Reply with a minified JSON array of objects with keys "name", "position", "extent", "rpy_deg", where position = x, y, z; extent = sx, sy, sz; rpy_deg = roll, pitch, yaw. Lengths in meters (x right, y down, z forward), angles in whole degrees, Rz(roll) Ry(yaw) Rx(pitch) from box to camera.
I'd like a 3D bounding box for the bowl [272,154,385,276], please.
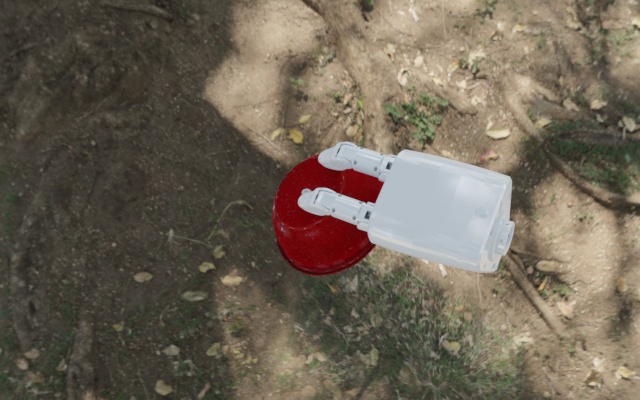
[{"name":"bowl","position":[-0.001,0.002,0.552],"extent":[0.162,0.162,0.055],"rpy_deg":[0,-26,35]}]
